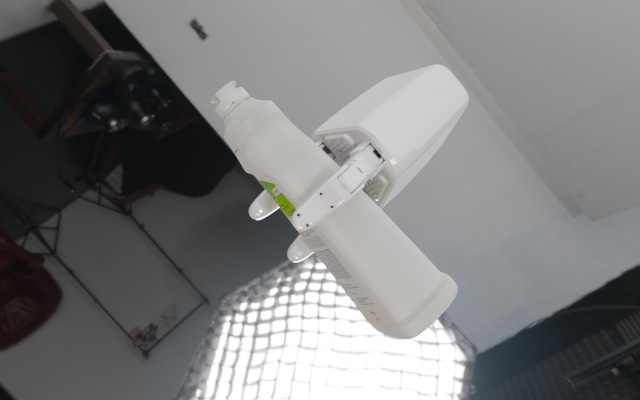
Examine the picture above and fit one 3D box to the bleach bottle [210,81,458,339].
[{"bbox_3d":[0.000,0.001,0.407,0.068,0.251,0.102,-42,4,-18],"label":"bleach bottle"}]
